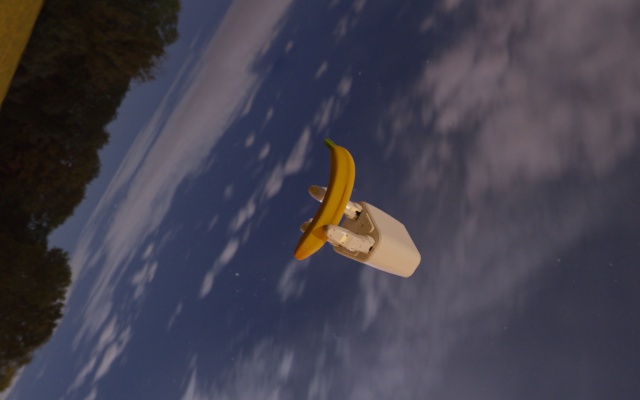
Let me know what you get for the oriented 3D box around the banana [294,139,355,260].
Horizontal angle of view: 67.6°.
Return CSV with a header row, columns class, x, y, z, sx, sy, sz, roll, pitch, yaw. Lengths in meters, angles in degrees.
class,x,y,z,sx,sy,sz,roll,pitch,yaw
banana,0.013,0.000,0.728,0.037,0.197,0.069,25,-14,-37
